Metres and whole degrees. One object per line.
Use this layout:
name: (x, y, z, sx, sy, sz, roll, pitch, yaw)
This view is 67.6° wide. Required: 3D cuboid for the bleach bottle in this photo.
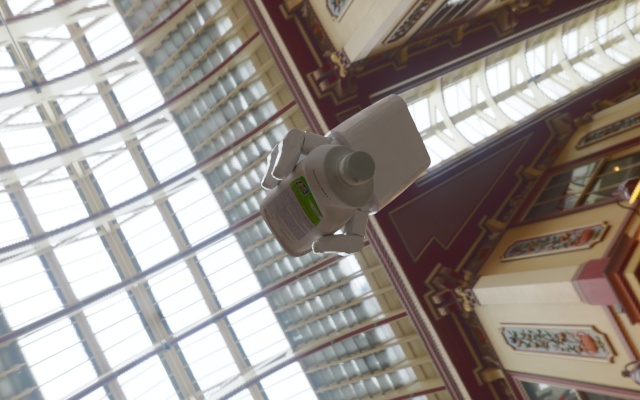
bleach bottle: (0.000, 0.002, 0.556, 0.068, 0.102, 0.251, -36, 2, -24)
